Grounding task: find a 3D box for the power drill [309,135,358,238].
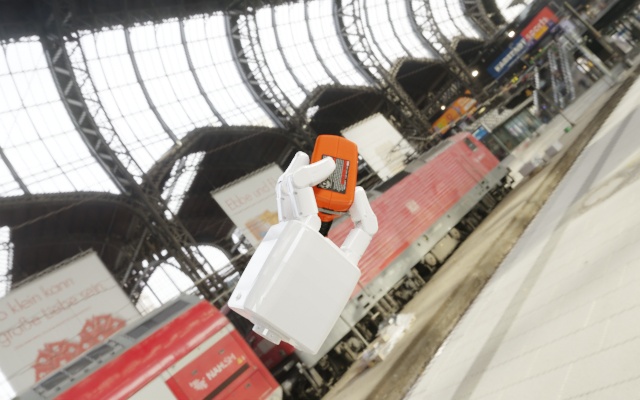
[{"bbox_3d":[0.000,0.002,0.636,0.057,0.184,0.188,10,-36,-6],"label":"power drill"}]
